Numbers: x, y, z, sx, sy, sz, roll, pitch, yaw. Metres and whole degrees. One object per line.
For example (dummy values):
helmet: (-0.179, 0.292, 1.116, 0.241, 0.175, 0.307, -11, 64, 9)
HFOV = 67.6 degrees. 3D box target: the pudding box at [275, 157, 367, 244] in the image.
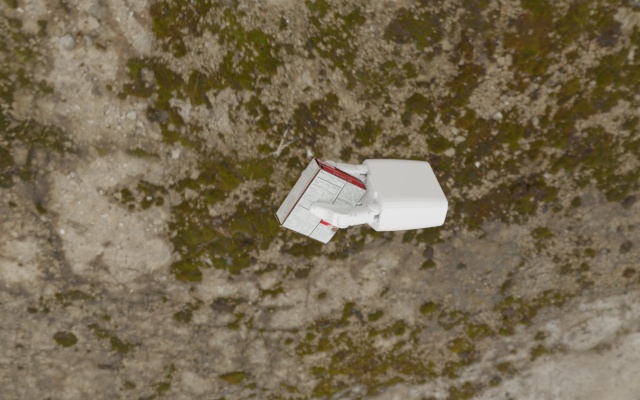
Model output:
pudding box: (0.000, 0.002, 0.709, 0.090, 0.113, 0.039, 24, 20, -30)
